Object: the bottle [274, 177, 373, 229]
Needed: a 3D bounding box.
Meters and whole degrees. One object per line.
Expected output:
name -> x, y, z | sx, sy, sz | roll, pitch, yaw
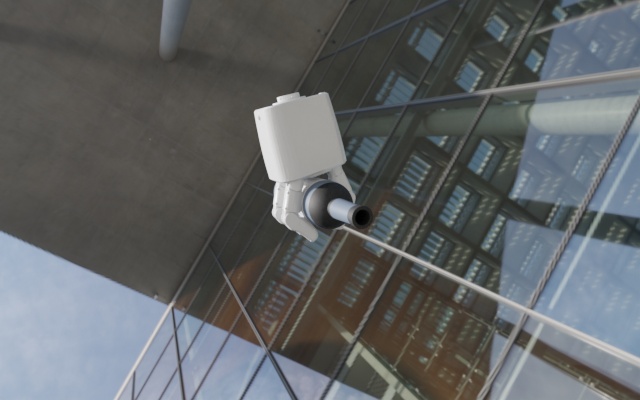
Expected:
bottle -> 0.000, 0.002, 0.692 | 0.069, 0.069, 0.295 | 0, 7, -20
